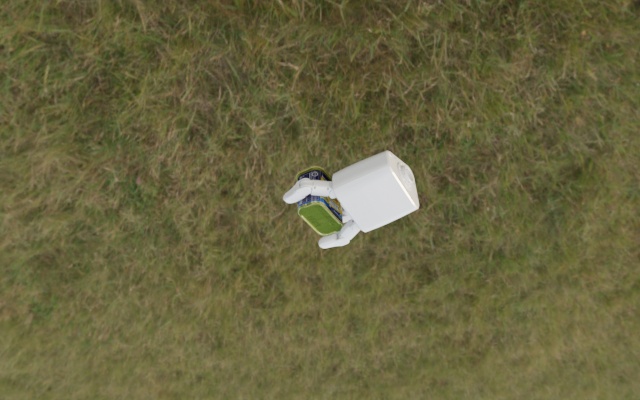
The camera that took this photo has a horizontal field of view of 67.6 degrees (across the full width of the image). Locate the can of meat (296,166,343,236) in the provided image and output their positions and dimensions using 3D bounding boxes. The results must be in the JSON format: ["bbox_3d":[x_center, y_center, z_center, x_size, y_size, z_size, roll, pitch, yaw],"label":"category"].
[{"bbox_3d":[0.000,0.003,0.857,0.057,0.083,0.102,-22,-44,23],"label":"can of meat"}]
